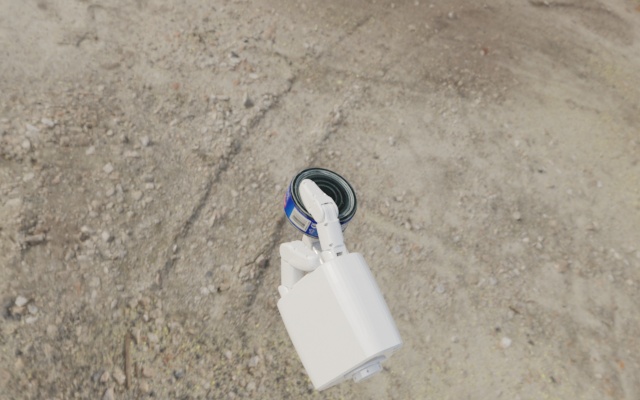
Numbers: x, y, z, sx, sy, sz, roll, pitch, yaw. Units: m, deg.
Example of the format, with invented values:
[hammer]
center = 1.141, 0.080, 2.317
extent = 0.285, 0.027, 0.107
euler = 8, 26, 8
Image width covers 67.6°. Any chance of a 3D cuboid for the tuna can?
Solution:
[tuna can]
center = 0.000, 0.001, 0.570
extent = 0.086, 0.086, 0.034
euler = 0, -37, -23
